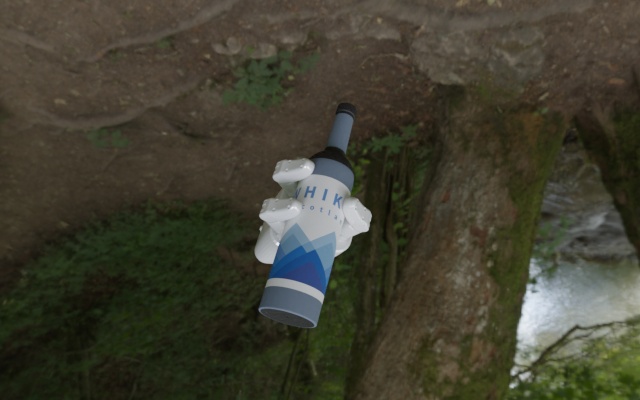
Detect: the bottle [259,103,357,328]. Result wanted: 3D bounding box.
[{"bbox_3d":[0.000,0.002,0.587,0.069,0.295,0.069,13,-26,6],"label":"bottle"}]
